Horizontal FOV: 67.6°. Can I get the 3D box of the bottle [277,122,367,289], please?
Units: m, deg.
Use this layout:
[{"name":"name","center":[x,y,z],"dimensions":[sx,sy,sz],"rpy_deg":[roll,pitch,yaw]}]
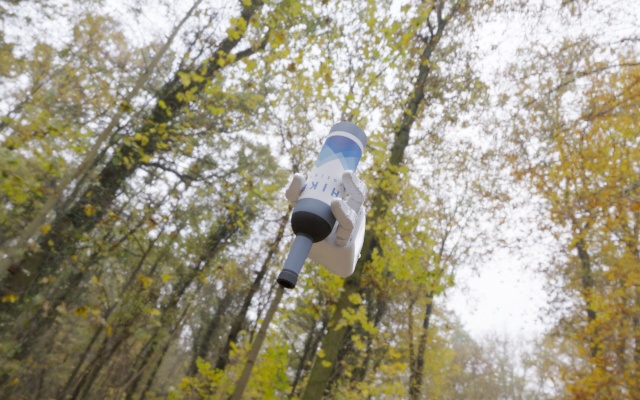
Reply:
[{"name":"bottle","center":[0.000,0.002,0.739],"dimensions":[0.069,0.295,0.069],"rpy_deg":[16,-33,11]}]
